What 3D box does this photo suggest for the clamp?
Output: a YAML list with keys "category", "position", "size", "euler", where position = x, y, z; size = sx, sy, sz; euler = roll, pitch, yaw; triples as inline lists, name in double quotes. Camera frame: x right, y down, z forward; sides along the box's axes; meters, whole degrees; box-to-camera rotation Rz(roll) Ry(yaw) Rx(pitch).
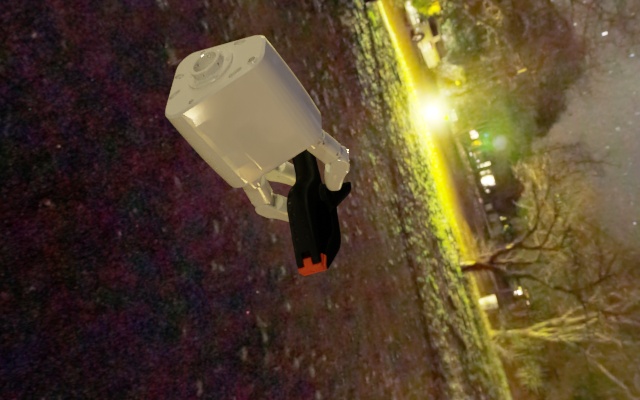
- category: "clamp"
  position: [0.001, 0.002, 0.562]
  size: [0.036, 0.209, 0.165]
  euler: [-19, -41, 21]
